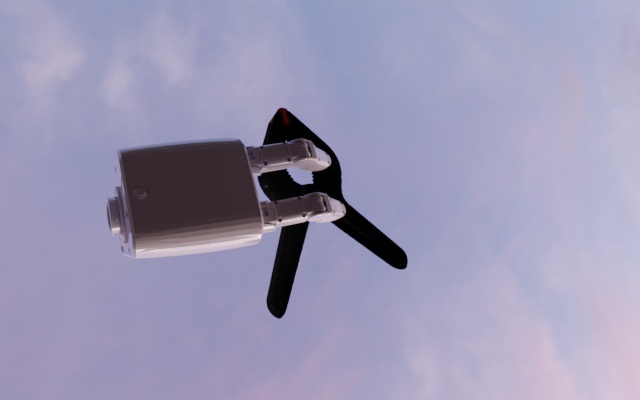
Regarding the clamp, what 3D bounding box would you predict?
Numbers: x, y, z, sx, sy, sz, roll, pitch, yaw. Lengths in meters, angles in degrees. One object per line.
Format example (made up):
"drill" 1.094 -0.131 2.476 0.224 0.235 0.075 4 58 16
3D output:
"clamp" -0.001 0.001 0.498 0.164 0.210 0.036 -7 -17 -30
